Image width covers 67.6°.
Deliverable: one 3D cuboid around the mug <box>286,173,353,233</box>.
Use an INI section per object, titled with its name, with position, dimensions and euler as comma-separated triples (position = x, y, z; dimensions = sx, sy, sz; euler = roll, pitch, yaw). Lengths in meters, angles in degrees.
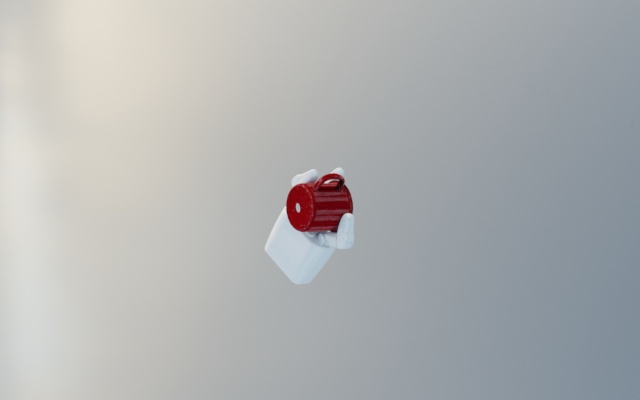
[mug]
position = 0.001, 0.002, 0.805
dimensions = 0.081, 0.117, 0.093
euler = -1, 44, -38
